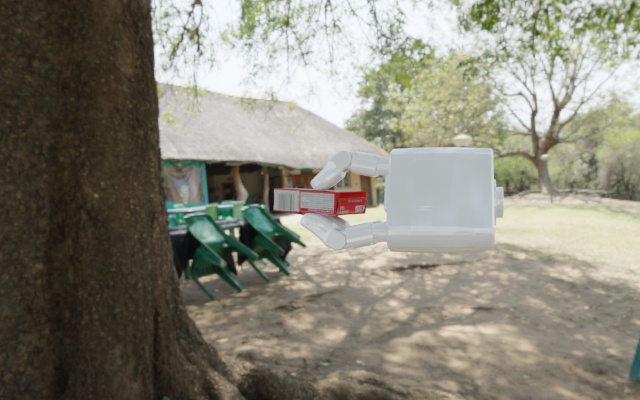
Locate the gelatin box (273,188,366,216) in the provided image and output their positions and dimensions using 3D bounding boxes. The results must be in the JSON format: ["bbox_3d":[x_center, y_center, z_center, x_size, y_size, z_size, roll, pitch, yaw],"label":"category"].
[{"bbox_3d":[0.000,0.001,0.572,0.089,0.030,0.073,4,3,31],"label":"gelatin box"}]
